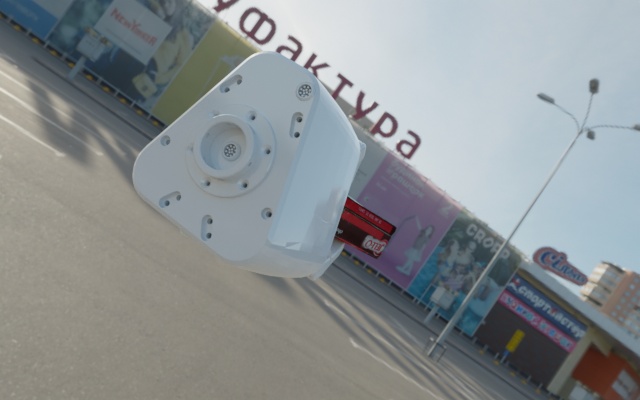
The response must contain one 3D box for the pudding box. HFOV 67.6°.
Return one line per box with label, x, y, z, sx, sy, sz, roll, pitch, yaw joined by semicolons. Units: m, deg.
pudding box;0.000;0.001;0.424;0.090;0.039;0.113;32;3;-45
